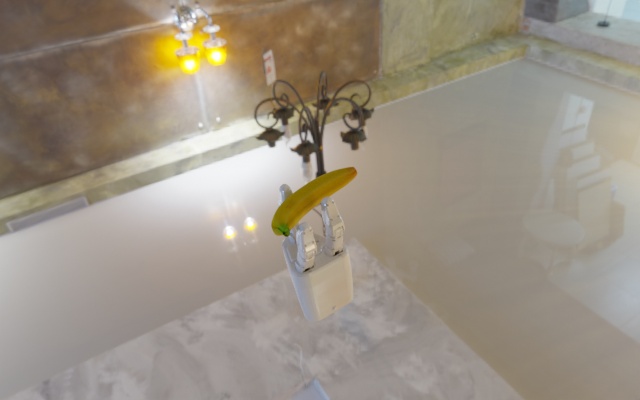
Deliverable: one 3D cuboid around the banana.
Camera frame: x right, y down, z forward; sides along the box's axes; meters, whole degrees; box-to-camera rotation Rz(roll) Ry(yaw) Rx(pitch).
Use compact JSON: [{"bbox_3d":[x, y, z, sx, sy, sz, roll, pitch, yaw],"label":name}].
[{"bbox_3d":[-0.017,0.002,0.731,0.069,0.037,0.197,6,35,36],"label":"banana"}]
